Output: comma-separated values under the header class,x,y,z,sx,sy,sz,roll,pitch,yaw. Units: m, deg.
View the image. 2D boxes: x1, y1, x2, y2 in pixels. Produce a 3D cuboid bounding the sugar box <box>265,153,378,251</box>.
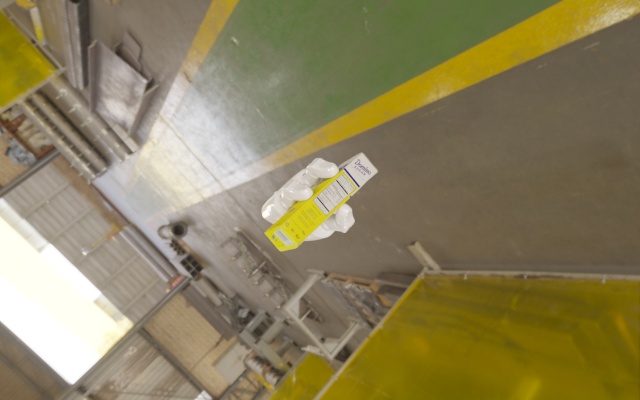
class,x,y,z,sx,sy,sz,roll,pitch,yaw
sugar box,0.000,0.002,0.731,0.176,0.048,0.093,-45,8,-21
